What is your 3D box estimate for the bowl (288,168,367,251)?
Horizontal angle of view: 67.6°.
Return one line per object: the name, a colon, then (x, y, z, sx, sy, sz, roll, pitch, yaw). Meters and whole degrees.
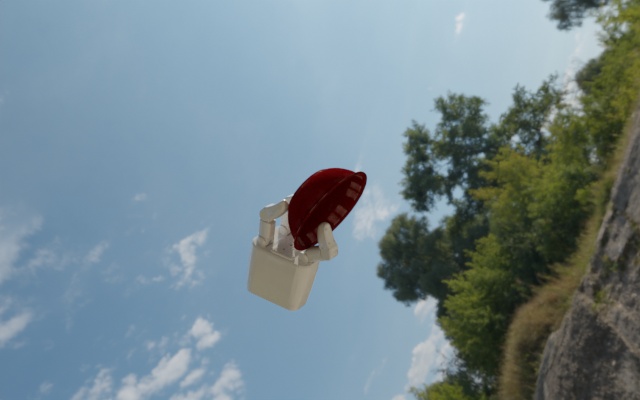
bowl: (0.000, 0.001, 0.758, 0.055, 0.162, 0.162, 43, 16, 19)
